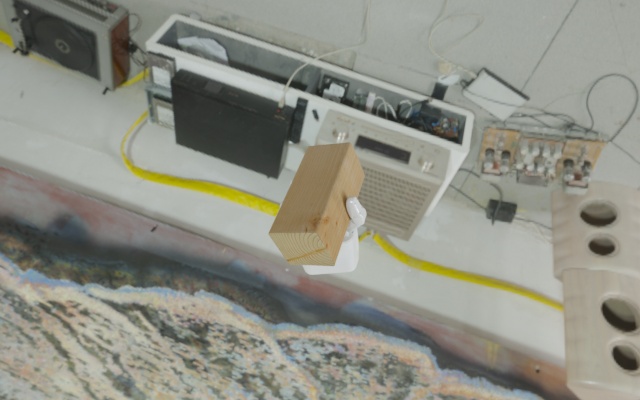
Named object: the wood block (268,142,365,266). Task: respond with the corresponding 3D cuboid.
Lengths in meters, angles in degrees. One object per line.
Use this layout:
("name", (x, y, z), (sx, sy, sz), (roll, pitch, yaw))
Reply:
("wood block", (0.001, 0.003, 0.828), (0.091, 0.206, 0.090), (-2, -43, 27))
